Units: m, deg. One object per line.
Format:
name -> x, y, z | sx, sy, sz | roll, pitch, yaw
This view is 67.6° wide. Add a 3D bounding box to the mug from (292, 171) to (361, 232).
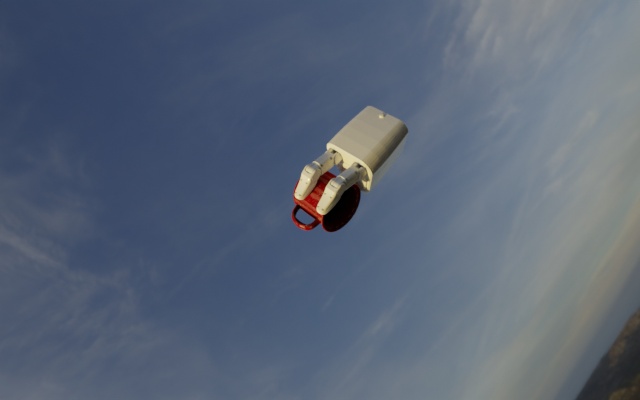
mug -> -0.001, 0.004, 0.813 | 0.081, 0.117, 0.093 | 34, -19, 33
